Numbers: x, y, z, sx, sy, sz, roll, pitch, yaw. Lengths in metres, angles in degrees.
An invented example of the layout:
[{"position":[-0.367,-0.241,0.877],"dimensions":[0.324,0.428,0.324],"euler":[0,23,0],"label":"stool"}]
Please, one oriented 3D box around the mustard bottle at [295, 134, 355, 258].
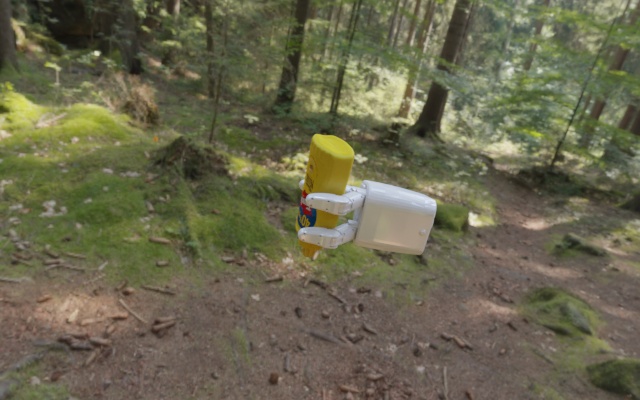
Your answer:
[{"position":[0.000,0.002,0.731],"dimensions":[0.058,0.192,0.096],"euler":[2,26,-22],"label":"mustard bottle"}]
